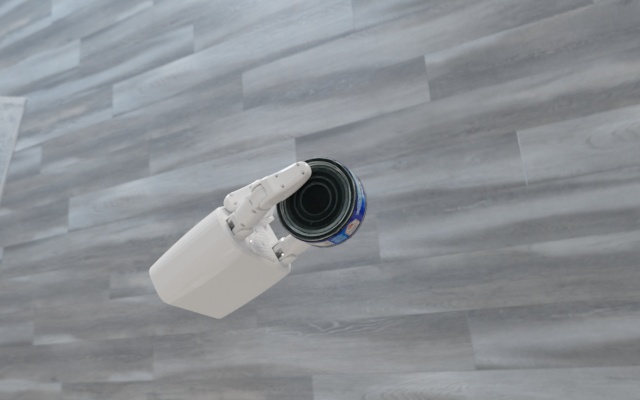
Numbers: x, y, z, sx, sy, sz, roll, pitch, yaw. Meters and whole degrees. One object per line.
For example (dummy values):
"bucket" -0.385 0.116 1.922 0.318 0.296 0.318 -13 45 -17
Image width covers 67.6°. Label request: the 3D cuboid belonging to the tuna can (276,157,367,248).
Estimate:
"tuna can" 0.000 0.001 0.468 0.086 0.086 0.034 0 -13 22
